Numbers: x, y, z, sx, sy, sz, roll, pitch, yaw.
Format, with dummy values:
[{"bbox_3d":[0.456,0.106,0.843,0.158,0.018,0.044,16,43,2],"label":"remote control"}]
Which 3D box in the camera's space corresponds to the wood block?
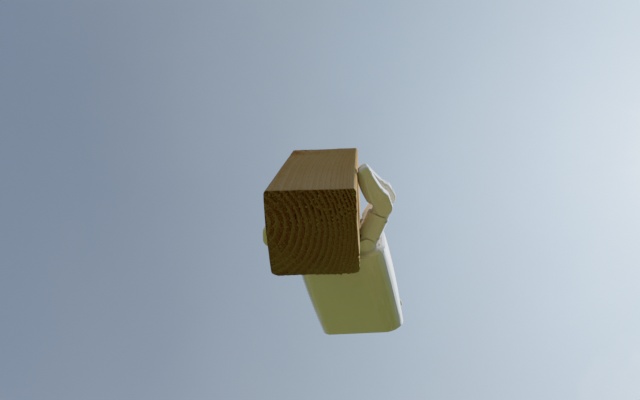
[{"bbox_3d":[0.000,0.002,0.556,0.091,0.090,0.206,-2,16,5],"label":"wood block"}]
